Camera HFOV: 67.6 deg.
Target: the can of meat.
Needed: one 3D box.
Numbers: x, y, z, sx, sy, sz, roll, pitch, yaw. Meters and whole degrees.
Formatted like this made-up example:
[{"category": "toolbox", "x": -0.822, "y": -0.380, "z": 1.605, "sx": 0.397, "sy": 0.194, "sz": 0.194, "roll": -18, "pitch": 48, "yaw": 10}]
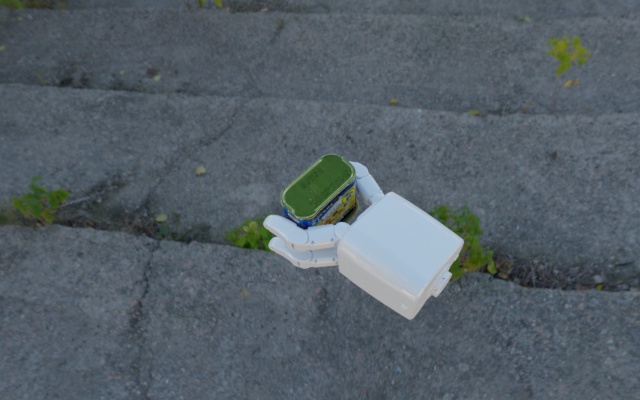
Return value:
[{"category": "can of meat", "x": 0.000, "y": 0.002, "z": 0.591, "sx": 0.057, "sy": 0.102, "sz": 0.084, "roll": 39, "pitch": -21, "yaw": 23}]
